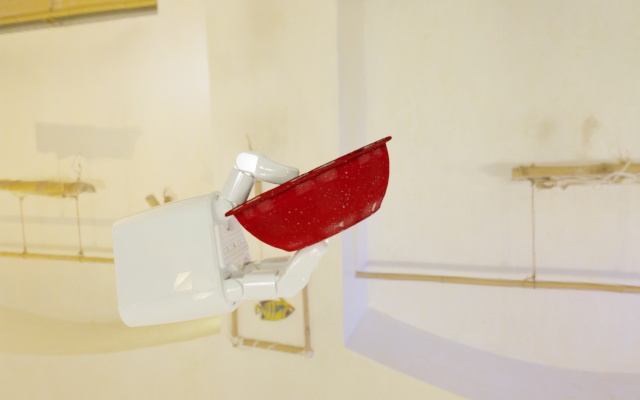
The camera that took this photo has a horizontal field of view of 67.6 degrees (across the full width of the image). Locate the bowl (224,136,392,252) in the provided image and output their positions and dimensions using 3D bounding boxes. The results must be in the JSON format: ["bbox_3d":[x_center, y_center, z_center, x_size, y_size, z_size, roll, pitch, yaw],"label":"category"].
[{"bbox_3d":[0.001,0.001,0.422,0.162,0.055,0.162,-26,2,1],"label":"bowl"}]
